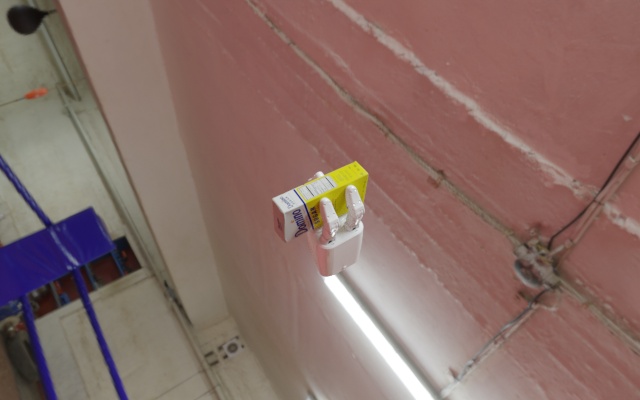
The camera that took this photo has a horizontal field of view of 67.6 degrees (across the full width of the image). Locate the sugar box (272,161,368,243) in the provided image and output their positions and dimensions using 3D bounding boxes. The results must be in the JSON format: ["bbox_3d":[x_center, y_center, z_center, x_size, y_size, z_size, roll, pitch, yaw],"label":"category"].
[{"bbox_3d":[0.001,0.003,0.860,0.176,0.048,0.093,-28,-33,-22],"label":"sugar box"}]
